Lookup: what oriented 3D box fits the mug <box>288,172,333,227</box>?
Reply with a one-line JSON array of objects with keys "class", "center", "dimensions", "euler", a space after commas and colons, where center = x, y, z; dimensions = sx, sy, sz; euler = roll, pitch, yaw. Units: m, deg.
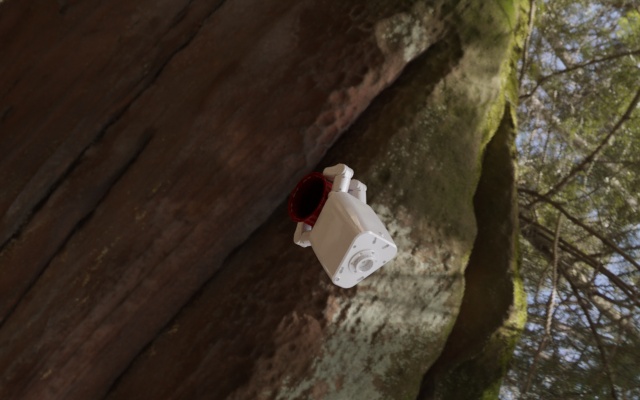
[{"class": "mug", "center": [0.000, 0.002, 0.844], "dimensions": [0.081, 0.093, 0.117], "euler": [30, 19, -36]}]
